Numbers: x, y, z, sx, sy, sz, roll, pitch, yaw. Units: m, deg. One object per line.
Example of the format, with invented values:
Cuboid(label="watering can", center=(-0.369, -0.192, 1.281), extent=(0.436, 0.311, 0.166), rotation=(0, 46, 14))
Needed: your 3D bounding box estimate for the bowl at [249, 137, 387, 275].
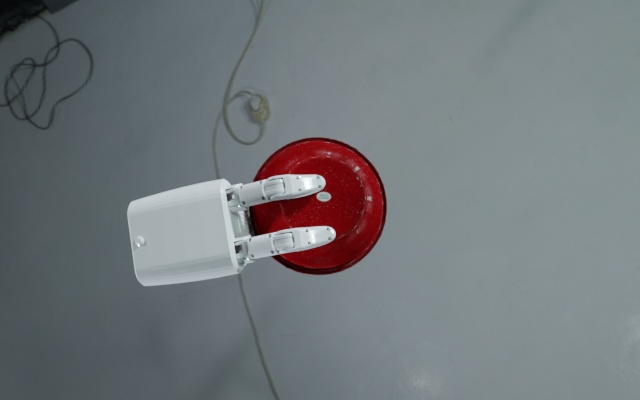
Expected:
Cuboid(label="bowl", center=(0.001, 0.001, 0.529), extent=(0.162, 0.162, 0.055), rotation=(0, -8, -5))
